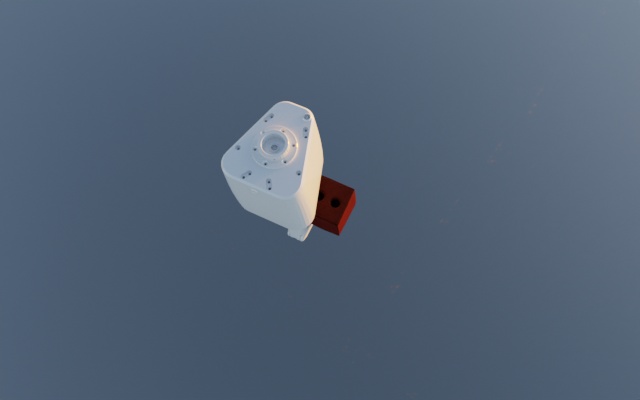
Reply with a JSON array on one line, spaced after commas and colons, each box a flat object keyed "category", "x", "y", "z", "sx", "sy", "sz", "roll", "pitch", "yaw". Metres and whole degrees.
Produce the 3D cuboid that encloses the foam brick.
[{"category": "foam brick", "x": 0.000, "y": 0.002, "z": 0.610, "sx": 0.078, "sy": 0.053, "sz": 0.051, "roll": 23, "pitch": -17, "yaw": 11}]
